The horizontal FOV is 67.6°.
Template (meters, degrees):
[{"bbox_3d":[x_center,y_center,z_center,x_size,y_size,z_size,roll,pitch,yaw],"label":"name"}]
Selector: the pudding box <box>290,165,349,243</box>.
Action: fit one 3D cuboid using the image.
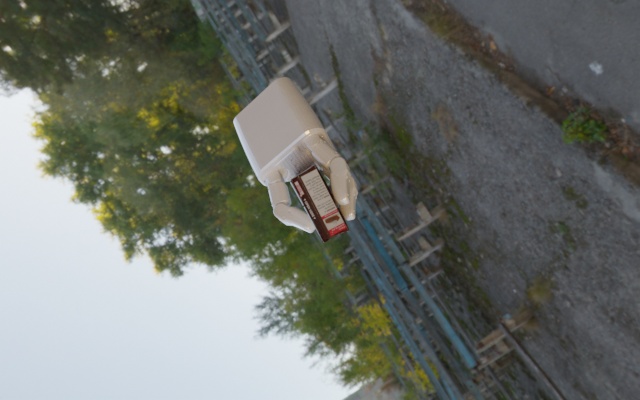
[{"bbox_3d":[0.000,0.002,0.617,0.039,0.090,0.113,-28,2,4],"label":"pudding box"}]
